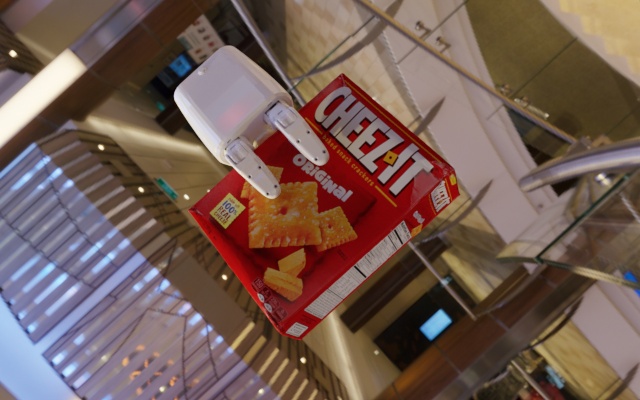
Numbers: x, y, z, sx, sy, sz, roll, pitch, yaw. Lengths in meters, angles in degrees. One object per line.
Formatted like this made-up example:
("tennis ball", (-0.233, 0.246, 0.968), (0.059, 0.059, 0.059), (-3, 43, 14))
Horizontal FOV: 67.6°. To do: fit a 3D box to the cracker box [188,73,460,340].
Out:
("cracker box", (0.000, 0.002, 0.472), (0.164, 0.213, 0.072), (47, 0, 27))
